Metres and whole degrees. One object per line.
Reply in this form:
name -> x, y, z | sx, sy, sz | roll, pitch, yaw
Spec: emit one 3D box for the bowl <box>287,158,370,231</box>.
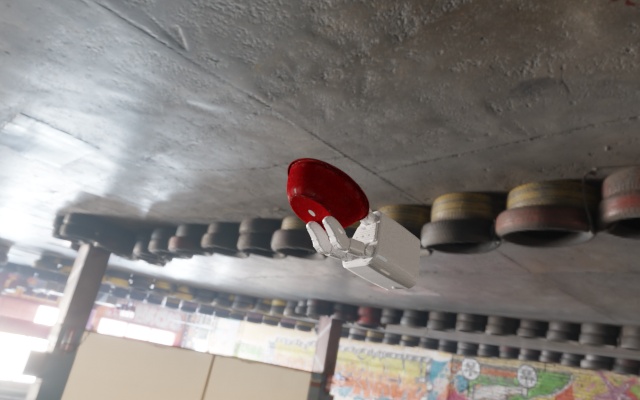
bowl -> -0.001, 0.002, 0.817 | 0.162, 0.055, 0.162 | 25, -29, 15
